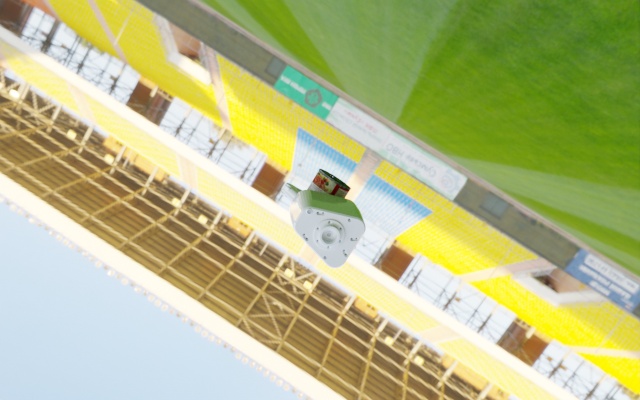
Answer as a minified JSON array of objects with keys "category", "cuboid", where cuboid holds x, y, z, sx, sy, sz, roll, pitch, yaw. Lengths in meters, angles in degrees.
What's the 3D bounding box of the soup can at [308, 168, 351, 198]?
[{"category":"soup can","cuboid":[0.000,0.003,0.862,0.068,0.102,0.068,31,9,-6]}]
